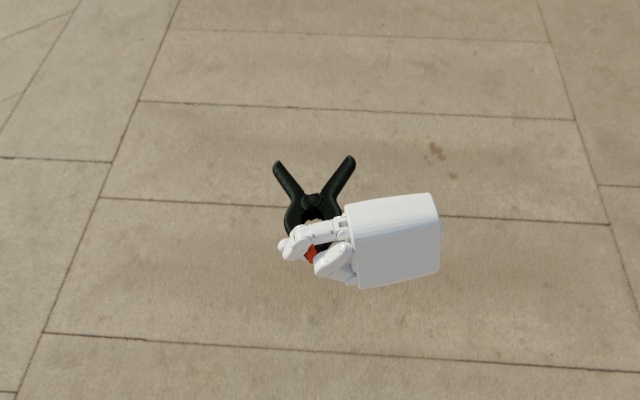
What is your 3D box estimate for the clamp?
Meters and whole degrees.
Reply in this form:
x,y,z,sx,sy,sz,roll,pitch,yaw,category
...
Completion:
x,y,z,sx,sy,sz,roll,pitch,yaw,category
0.000,0.002,0.650,0.120,0.171,0.039,-14,-35,5,clamp
